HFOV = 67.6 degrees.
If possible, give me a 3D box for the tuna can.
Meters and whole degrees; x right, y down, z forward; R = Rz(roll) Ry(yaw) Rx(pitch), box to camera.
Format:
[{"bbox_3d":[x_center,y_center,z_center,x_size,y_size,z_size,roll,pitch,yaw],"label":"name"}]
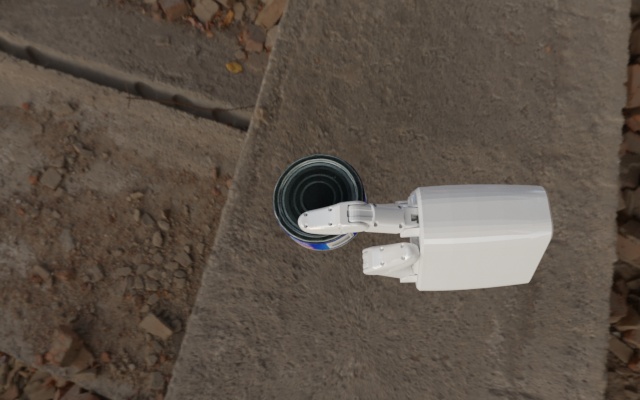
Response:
[{"bbox_3d":[0.000,0.001,0.441,0.086,0.086,0.034,0,-16,11],"label":"tuna can"}]
